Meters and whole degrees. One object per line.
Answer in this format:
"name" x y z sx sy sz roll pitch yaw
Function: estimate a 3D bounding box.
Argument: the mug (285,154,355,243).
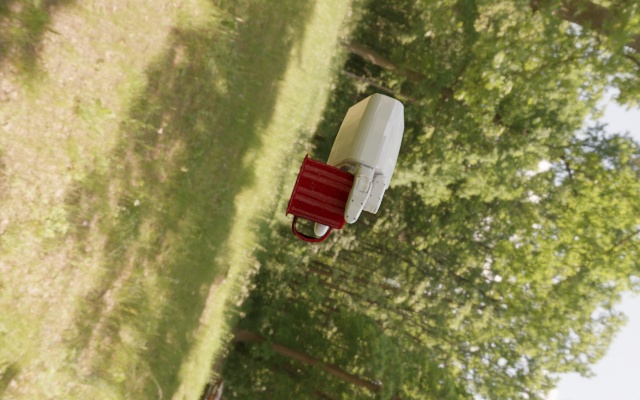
"mug" 0.000 0.004 0.667 0.081 0.117 0.093 19 -10 -1
